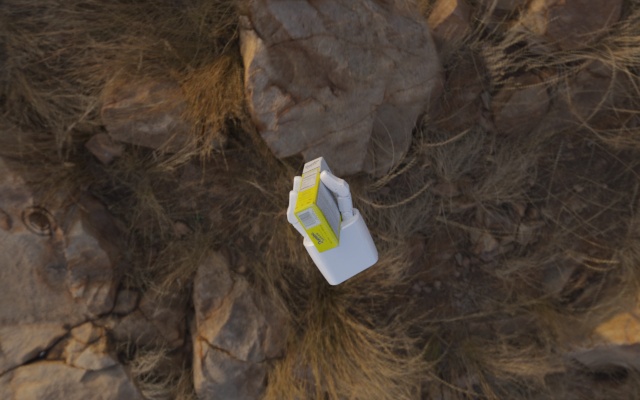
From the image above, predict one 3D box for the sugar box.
[{"bbox_3d":[0.000,0.003,0.852,0.048,0.093,0.176,-23,25,15],"label":"sugar box"}]
